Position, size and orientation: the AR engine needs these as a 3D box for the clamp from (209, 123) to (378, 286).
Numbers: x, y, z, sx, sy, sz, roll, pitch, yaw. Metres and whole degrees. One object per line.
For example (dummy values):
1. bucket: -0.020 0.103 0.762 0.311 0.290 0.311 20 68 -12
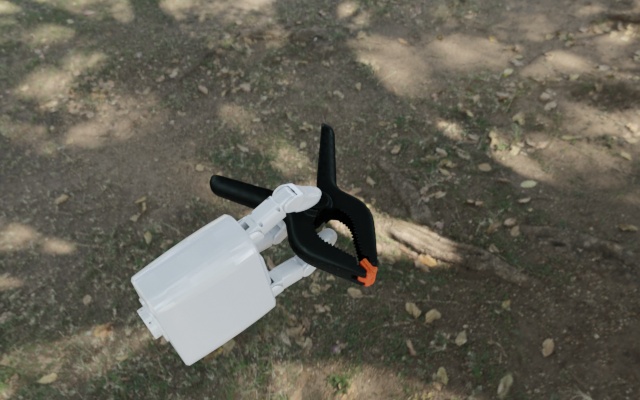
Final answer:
1. clamp: 0.000 0.002 0.527 0.164 0.210 0.036 -35 -28 -22
